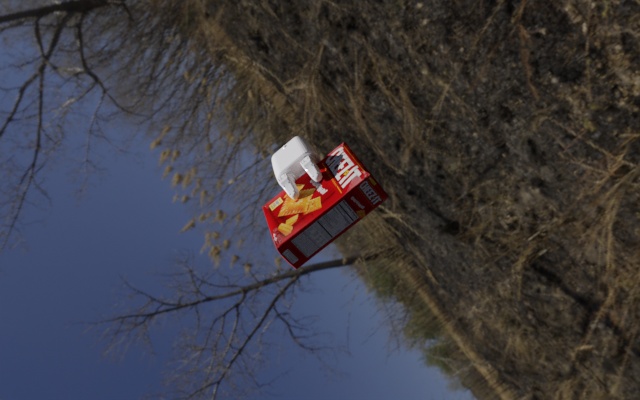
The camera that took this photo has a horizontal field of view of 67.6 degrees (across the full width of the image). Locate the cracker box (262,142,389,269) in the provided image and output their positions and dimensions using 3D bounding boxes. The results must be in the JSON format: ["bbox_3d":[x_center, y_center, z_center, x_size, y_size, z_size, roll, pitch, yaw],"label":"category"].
[{"bbox_3d":[0.000,0.003,0.898,0.214,0.072,0.164,-39,30,6],"label":"cracker box"}]
